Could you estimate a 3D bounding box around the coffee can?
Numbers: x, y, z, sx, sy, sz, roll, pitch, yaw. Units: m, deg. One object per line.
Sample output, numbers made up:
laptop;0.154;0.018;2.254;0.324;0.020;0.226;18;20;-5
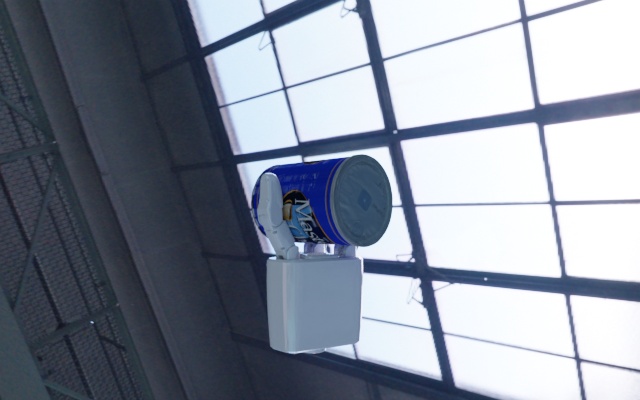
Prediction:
coffee can;0.000;0.002;0.573;0.140;0.103;0.103;-2;-2;44
